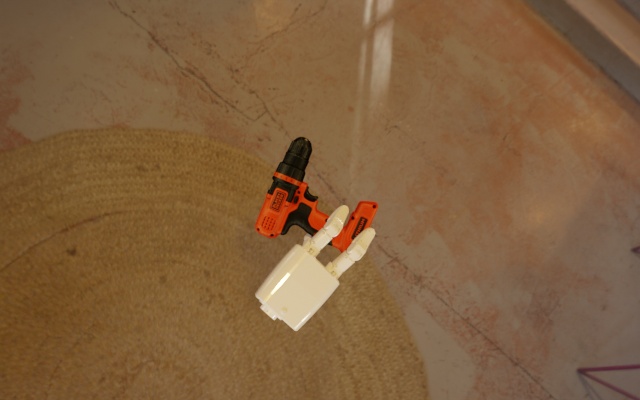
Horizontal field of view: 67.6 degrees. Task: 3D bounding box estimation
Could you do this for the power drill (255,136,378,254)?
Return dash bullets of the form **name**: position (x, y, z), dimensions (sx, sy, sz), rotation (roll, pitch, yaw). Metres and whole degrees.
- **power drill**: position (0.000, 0.003, 0.828), dimensions (0.187, 0.184, 0.057), rotation (23, 2, 2)
